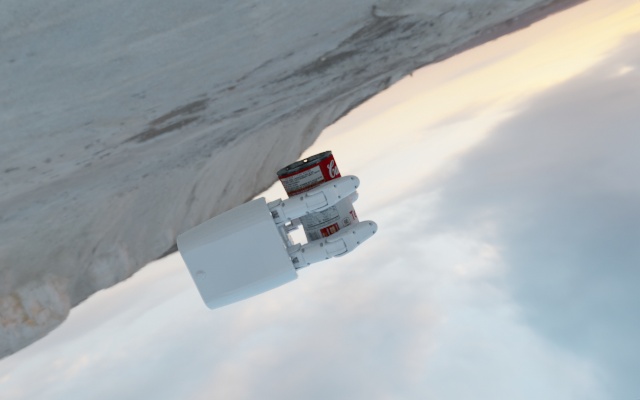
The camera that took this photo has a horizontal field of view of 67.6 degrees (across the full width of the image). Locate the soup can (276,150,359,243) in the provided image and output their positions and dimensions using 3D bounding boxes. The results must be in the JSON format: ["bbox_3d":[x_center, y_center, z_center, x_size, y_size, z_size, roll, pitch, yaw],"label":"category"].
[{"bbox_3d":[0.001,0.002,0.550,0.068,0.102,0.068,-22,11,4],"label":"soup can"}]
